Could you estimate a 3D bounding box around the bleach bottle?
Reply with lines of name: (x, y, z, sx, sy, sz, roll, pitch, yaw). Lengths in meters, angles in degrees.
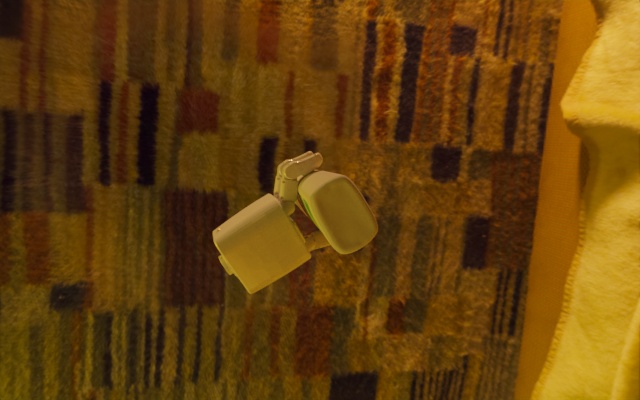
bleach bottle: (0.000, 0.002, 0.716, 0.068, 0.102, 0.251, -32, 13, -8)
